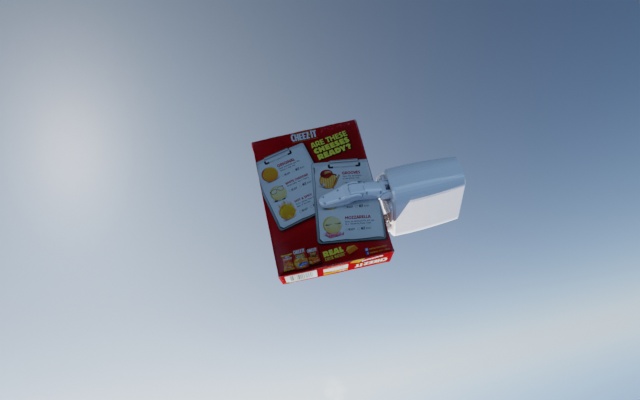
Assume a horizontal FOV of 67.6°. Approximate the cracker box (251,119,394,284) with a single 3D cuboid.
[{"bbox_3d":[0.000,0.002,0.708,0.164,0.213,0.072,-13,-21,-3],"label":"cracker box"}]
